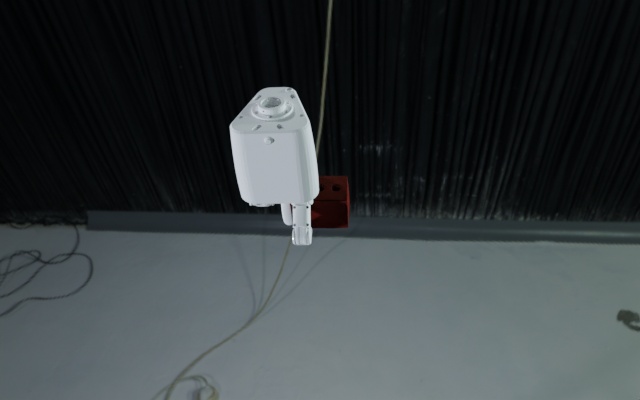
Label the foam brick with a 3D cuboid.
[{"bbox_3d":[0.000,0.002,0.647,0.078,0.051,0.053,-1,39,4],"label":"foam brick"}]
